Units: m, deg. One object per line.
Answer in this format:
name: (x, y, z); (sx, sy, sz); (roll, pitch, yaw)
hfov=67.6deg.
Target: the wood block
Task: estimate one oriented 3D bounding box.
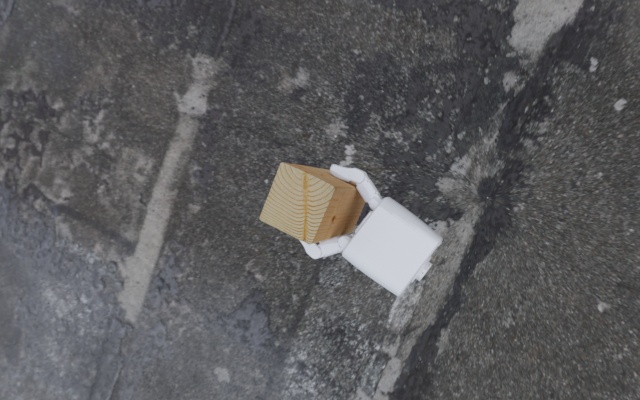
wood block: (0.001, 0.002, 0.755); (0.090, 0.091, 0.206); (25, 8, 17)
